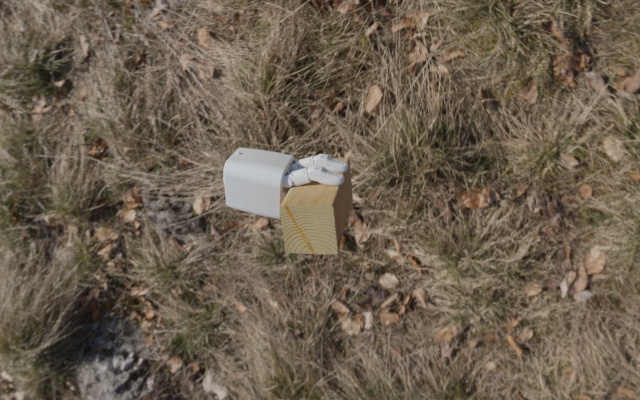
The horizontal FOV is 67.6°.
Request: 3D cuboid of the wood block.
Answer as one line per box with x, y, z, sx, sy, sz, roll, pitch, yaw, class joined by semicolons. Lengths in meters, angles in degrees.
0.000;0.003;0.852;0.090;0.091;0.206;0;26;12;wood block
